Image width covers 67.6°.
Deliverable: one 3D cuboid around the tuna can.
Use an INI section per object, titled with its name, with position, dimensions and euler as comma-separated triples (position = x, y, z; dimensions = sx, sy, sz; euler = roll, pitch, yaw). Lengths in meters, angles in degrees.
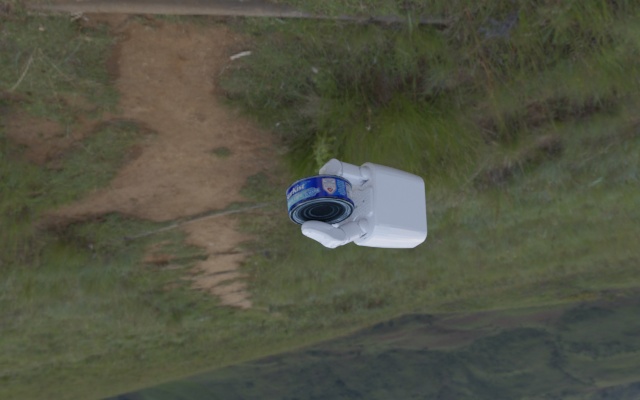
[tuna can]
position = 0.000, 0.003, 0.610
dimensions = 0.086, 0.033, 0.086
euler = -5, -27, -3
